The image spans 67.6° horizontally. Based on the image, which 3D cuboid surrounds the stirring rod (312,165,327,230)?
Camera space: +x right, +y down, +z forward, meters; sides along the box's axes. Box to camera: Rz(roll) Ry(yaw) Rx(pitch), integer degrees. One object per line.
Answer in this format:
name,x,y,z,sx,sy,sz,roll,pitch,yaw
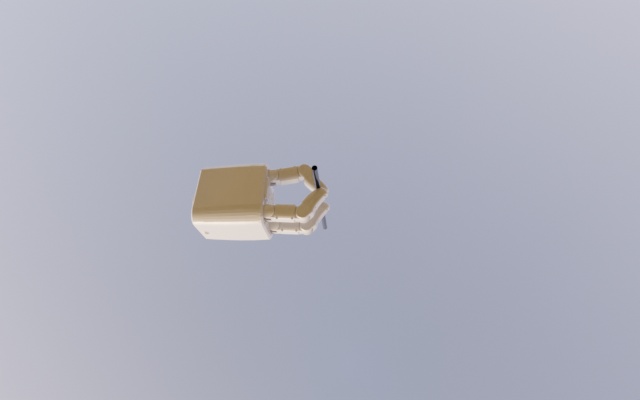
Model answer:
stirring rod,0.000,0.002,0.754,0.011,0.011,0.240,0,-23,4
